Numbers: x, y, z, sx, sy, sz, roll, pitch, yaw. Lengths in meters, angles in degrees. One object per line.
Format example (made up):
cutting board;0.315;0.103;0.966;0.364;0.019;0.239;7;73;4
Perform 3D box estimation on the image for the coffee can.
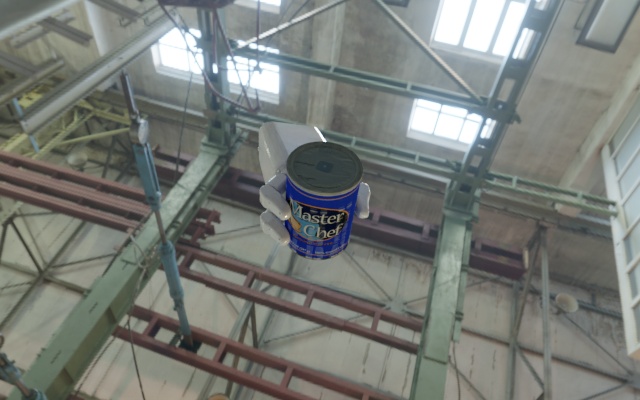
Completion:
coffee can;0.000;0.002;0.679;0.103;0.102;0.140;0;-44;-7
